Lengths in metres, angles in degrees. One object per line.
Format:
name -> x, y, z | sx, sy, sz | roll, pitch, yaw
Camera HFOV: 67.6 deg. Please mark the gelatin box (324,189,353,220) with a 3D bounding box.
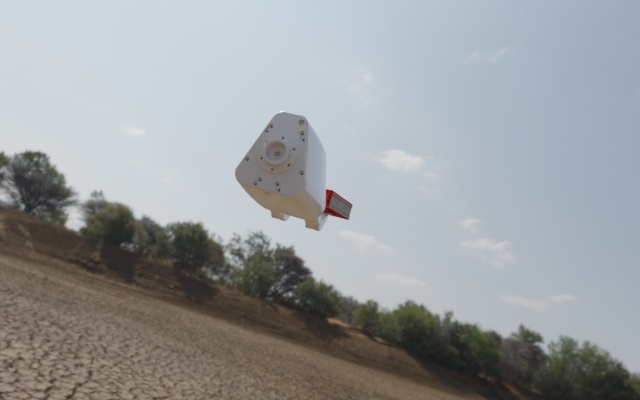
gelatin box -> 0.000, 0.002, 0.747 | 0.073, 0.030, 0.089 | 12, -8, 27
